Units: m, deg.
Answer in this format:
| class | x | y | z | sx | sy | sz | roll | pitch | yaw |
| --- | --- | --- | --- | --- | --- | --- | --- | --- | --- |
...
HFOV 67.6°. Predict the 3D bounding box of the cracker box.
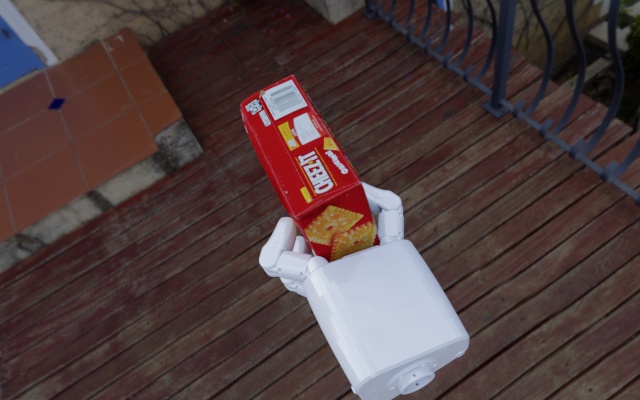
| class | x | y | z | sx | sy | sz | roll | pitch | yaw |
| --- | --- | --- | --- | --- | --- | --- | --- | --- | --- |
| cracker box | 0.000 | 0.002 | 0.512 | 0.072 | 0.164 | 0.214 | -27 | -37 | -3 |
